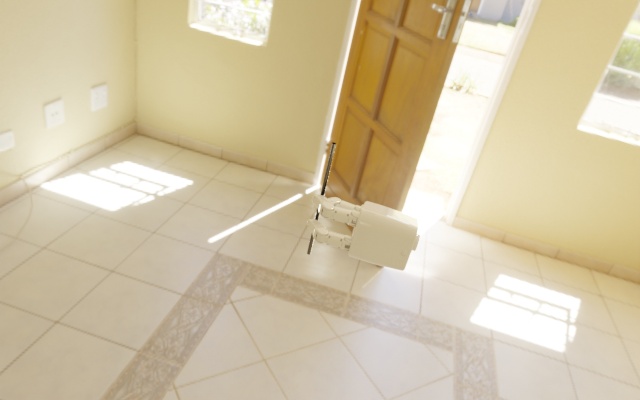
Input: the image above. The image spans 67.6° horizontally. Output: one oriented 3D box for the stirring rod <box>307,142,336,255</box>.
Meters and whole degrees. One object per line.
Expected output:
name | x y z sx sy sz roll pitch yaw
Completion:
stirring rod | 0.000 0.003 0.890 0.011 0.240 0.011 10 29 -6
